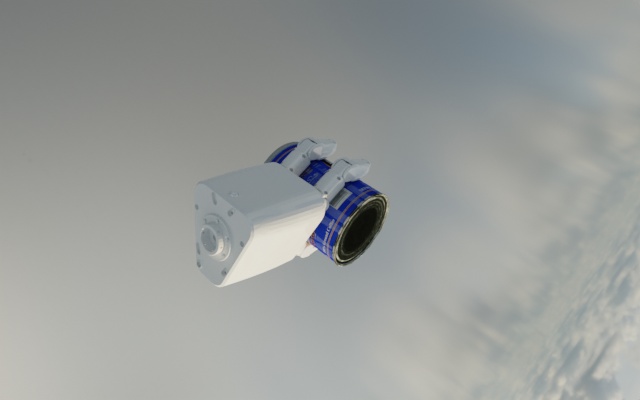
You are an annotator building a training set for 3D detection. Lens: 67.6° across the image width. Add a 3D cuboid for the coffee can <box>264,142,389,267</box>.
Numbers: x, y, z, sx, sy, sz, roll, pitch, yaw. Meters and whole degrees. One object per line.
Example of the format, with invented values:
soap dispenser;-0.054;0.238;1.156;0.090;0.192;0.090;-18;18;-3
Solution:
coffee can;0.000;0.002;0.603;0.140;0.103;0.103;34;18;28
